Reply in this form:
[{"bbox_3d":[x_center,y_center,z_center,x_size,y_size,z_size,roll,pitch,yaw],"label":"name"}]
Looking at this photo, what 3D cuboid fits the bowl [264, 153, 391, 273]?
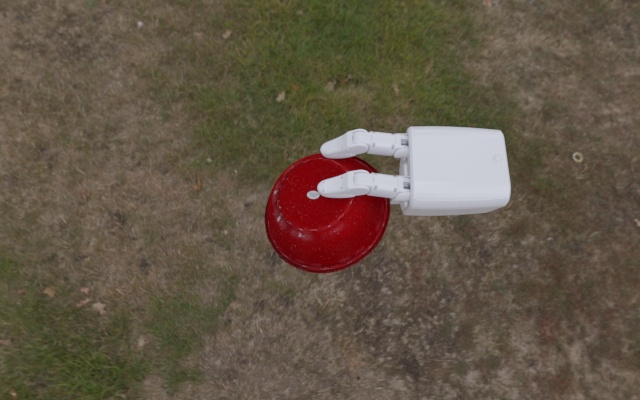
[{"bbox_3d":[-0.001,0.002,0.571,0.162,0.162,0.055,0,-23,16],"label":"bowl"}]
